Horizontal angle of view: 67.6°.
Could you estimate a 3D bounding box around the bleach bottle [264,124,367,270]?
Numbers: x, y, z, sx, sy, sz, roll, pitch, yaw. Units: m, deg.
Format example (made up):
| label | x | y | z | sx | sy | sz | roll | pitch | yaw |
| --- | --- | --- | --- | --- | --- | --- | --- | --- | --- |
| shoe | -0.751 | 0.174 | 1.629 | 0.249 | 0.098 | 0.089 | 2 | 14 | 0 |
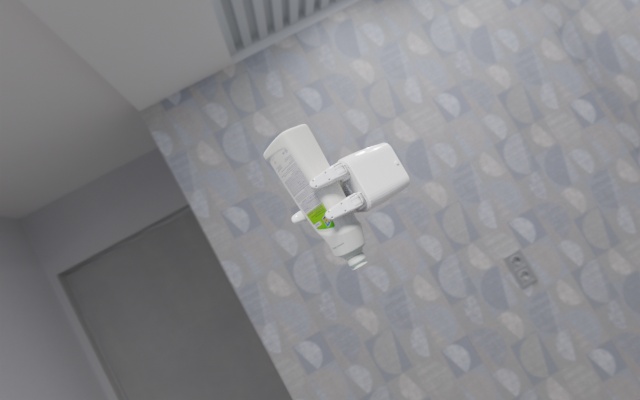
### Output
| label | x | y | z | sx | sy | sz | roll | pitch | yaw |
| --- | --- | --- | --- | --- | --- | --- | --- | --- | --- |
| bleach bottle | 0.000 | 0.003 | 0.804 | 0.068 | 0.251 | 0.102 | -26 | -6 | -33 |
